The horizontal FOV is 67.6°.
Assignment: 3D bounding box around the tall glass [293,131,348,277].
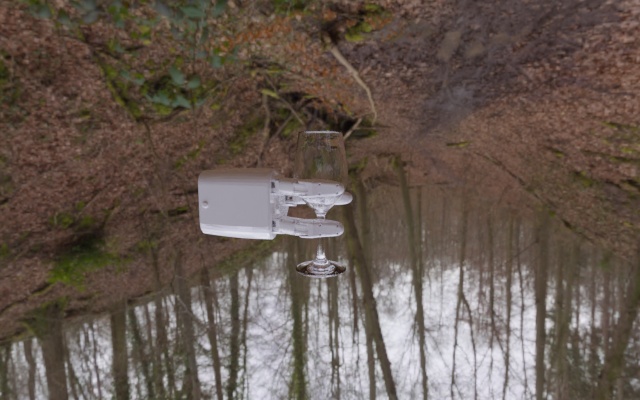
[{"bbox_3d":[0.000,0.003,0.682,0.079,0.201,0.079,0,10,0],"label":"tall glass"}]
